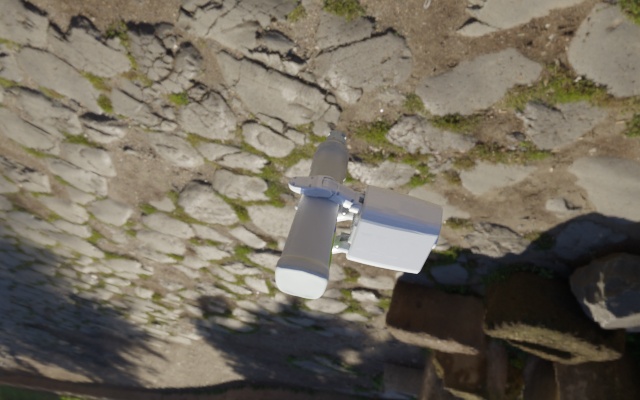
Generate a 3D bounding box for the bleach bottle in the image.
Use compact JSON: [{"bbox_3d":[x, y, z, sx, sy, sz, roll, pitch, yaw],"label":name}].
[{"bbox_3d":[0.000,0.002,0.665,0.068,0.250,0.103,13,-30,1],"label":"bleach bottle"}]
